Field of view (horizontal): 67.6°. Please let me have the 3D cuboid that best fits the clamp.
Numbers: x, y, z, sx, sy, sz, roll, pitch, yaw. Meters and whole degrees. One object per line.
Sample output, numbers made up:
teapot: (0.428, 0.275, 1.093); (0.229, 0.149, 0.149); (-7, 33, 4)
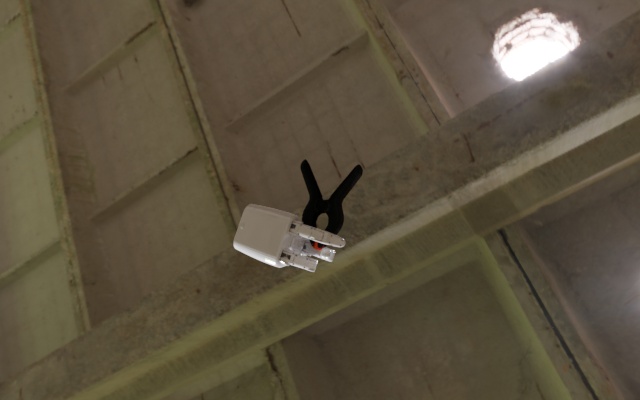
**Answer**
clamp: (0.000, 0.003, 0.884); (0.120, 0.171, 0.039); (16, -6, 27)
